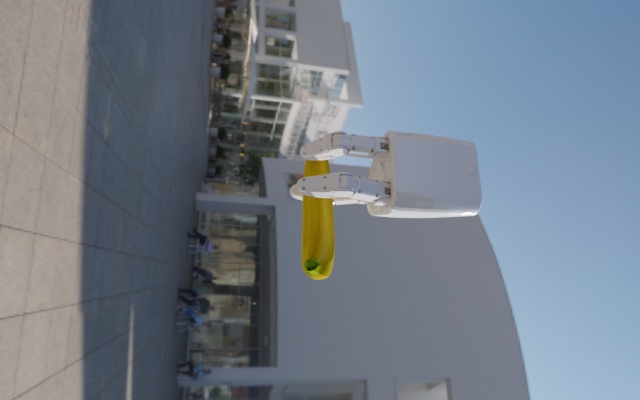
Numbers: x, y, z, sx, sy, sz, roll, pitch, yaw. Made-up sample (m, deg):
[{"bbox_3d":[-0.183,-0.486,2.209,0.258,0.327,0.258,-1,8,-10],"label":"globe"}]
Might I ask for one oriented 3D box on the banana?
[{"bbox_3d":[-0.002,0.017,0.542,0.037,0.197,0.070,3,-45,-5],"label":"banana"}]
